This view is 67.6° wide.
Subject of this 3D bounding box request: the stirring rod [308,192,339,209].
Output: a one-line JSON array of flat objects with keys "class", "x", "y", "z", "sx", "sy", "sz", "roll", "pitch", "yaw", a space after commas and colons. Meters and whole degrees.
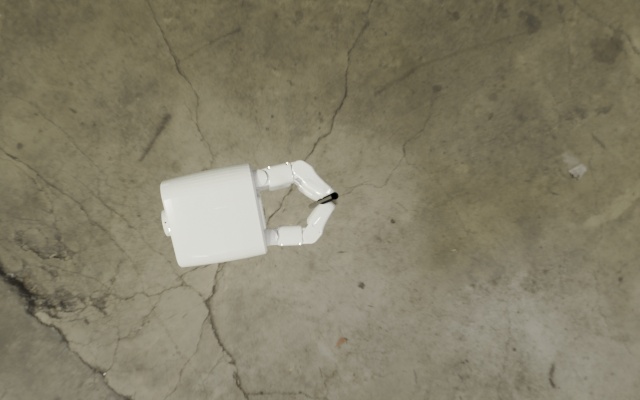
[{"class": "stirring rod", "x": 0.000, "y": 0.002, "z": 0.611, "sx": 0.011, "sy": 0.011, "sz": 0.239, "roll": 0, "pitch": -3, "yaw": -7}]
